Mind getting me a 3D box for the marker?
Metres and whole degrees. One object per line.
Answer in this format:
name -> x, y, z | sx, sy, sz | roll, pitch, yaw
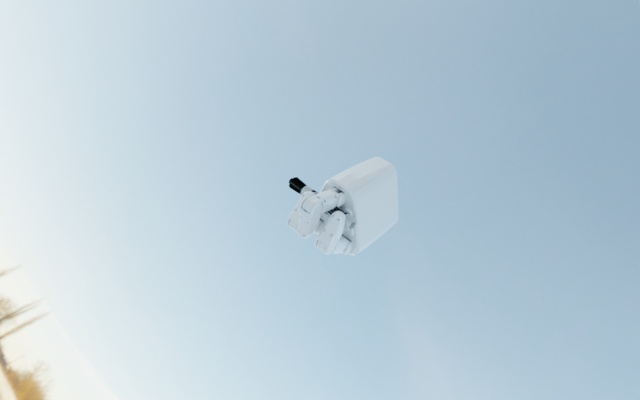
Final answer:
marker -> 0.000, 0.002, 0.665 | 0.121, 0.020, 0.020 | 36, 19, 28
